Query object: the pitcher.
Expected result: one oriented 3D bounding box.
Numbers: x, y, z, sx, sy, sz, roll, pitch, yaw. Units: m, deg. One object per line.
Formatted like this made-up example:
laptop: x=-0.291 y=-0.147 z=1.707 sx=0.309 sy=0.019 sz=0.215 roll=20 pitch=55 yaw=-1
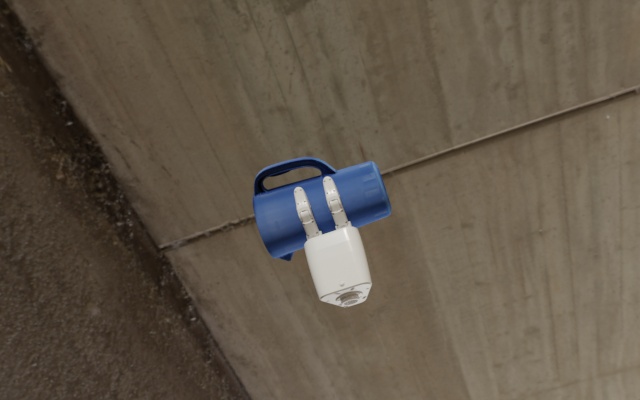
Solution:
pitcher: x=0.000 y=0.003 z=0.895 sx=0.243 sy=0.145 sz=0.149 roll=-18 pitch=-29 yaw=6
